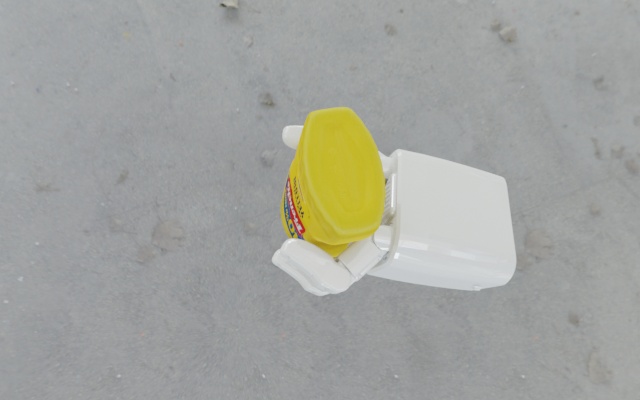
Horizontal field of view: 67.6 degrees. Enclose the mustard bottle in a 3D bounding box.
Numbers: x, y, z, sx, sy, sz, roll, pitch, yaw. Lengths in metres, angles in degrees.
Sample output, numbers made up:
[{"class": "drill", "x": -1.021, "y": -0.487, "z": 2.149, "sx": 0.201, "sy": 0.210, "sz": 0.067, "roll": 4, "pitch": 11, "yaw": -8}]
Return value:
[{"class": "mustard bottle", "x": 0.000, "y": 0.001, "z": 0.417, "sx": 0.058, "sy": 0.096, "sz": 0.192, "roll": -12, "pitch": -12, "yaw": -13}]
